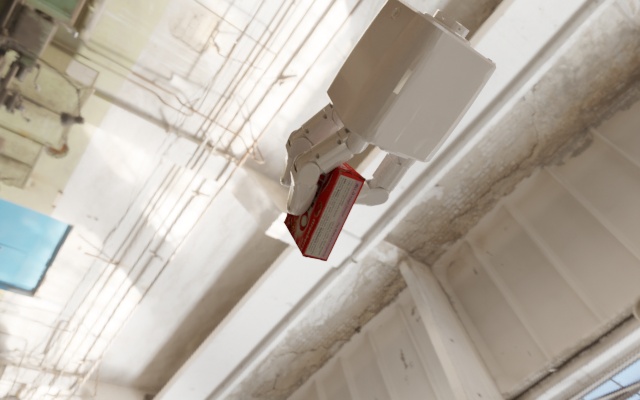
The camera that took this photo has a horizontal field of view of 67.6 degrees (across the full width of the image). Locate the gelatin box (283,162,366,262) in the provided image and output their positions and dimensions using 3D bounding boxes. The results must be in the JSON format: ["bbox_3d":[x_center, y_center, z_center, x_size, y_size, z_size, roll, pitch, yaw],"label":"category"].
[{"bbox_3d":[0.000,0.002,0.456,0.030,0.089,0.073,17,16,-25],"label":"gelatin box"}]
